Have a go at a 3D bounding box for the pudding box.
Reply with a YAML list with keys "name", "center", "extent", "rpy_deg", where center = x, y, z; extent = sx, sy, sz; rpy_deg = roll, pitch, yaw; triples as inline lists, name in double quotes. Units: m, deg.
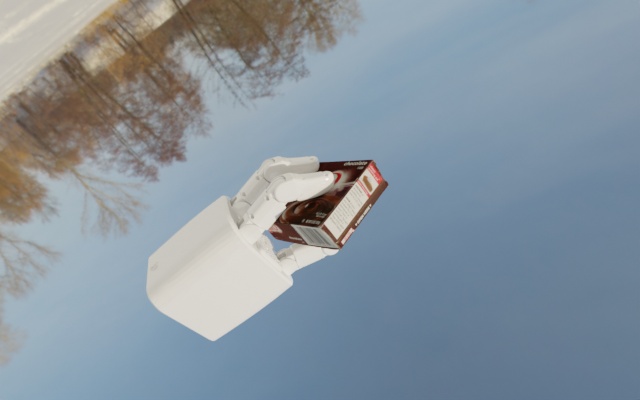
- name: "pudding box"
  center: [0.000, 0.002, 0.484]
  extent: [0.113, 0.090, 0.039]
  rpy_deg: [5, -40, 51]
